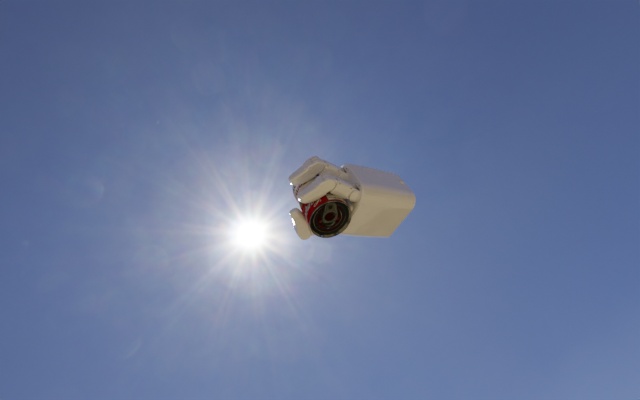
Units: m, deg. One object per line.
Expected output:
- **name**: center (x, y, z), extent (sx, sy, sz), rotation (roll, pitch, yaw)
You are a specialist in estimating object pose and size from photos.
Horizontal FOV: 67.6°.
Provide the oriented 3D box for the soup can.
- **soup can**: center (0.000, 0.002, 0.762), extent (0.068, 0.068, 0.102), rotation (0, 33, -22)
